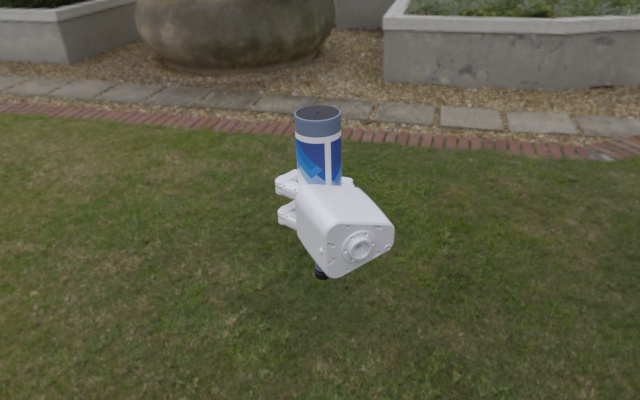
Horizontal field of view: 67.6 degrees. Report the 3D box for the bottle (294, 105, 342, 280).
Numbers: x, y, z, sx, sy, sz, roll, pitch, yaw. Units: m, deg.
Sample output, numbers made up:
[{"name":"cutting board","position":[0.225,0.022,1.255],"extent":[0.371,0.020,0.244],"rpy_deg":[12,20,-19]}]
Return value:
[{"name":"bottle","position":[0.000,0.002,0.749],"extent":[0.069,0.296,0.069],"rpy_deg":[-1,31,1]}]
